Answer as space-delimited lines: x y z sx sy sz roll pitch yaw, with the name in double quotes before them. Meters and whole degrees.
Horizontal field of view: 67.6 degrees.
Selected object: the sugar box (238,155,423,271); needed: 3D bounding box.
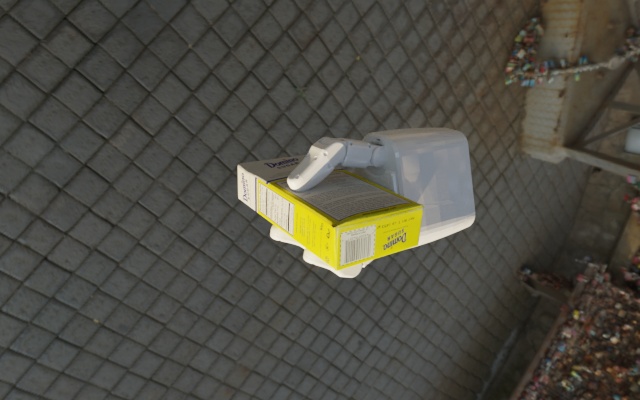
"sugar box" 0.000 0.002 0.452 0.093 0.048 0.176 -11 23 -32
